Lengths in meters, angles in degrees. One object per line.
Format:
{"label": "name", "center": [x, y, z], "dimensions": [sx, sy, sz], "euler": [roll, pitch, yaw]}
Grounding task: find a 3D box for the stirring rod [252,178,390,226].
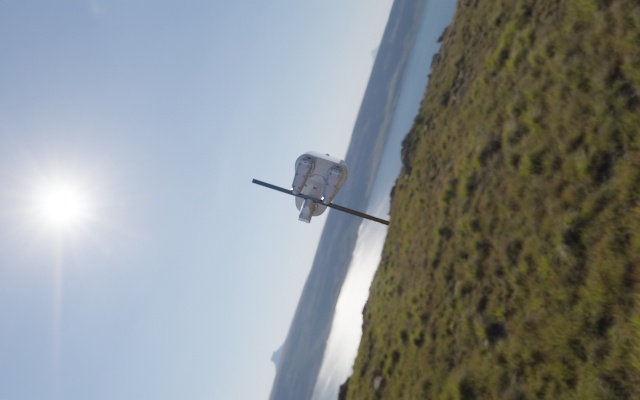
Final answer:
{"label": "stirring rod", "center": [0.000, 0.003, 0.803], "dimensions": [0.239, 0.011, 0.011], "euler": [18, 0, 1]}
